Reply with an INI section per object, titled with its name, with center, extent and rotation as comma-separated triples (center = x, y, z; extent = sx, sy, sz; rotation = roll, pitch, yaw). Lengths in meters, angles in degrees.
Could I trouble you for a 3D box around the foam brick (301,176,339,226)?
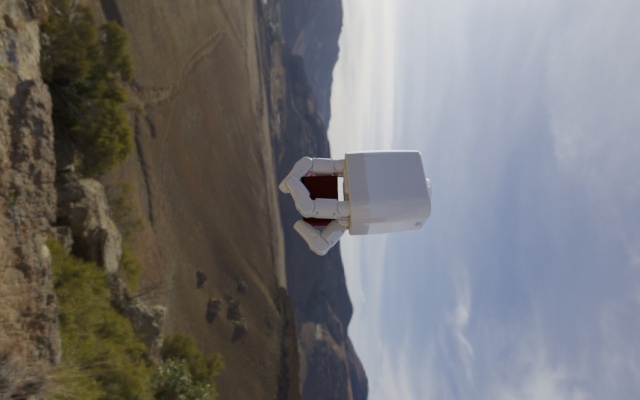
[foam brick]
center = 0.000, 0.002, 0.686
extent = 0.051, 0.053, 0.078
rotation = -1, -18, 1
